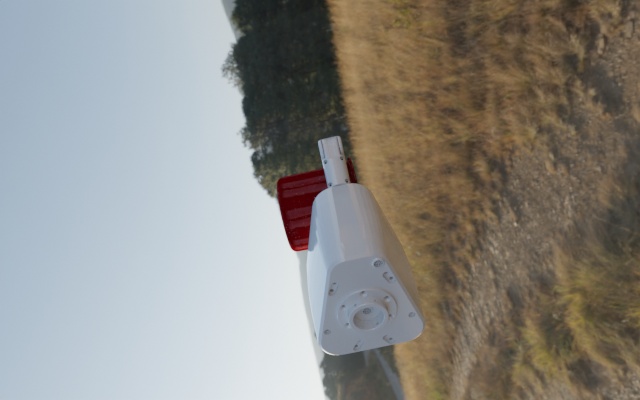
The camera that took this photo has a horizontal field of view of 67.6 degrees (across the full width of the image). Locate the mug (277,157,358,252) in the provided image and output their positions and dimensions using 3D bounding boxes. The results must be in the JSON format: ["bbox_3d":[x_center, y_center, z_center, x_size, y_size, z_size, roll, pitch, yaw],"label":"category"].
[{"bbox_3d":[0.000,0.001,0.521,0.081,0.093,0.117,-12,30,1],"label":"mug"}]
